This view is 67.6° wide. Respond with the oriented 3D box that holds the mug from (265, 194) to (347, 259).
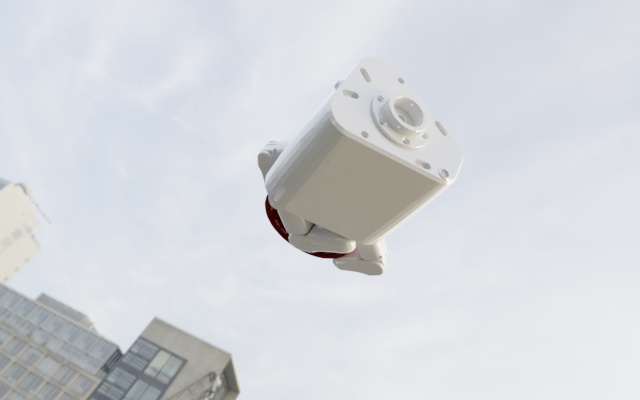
[{"bbox_3d":[0.000,0.002,0.480,0.093,0.081,0.117,39,-38,-6],"label":"mug"}]
